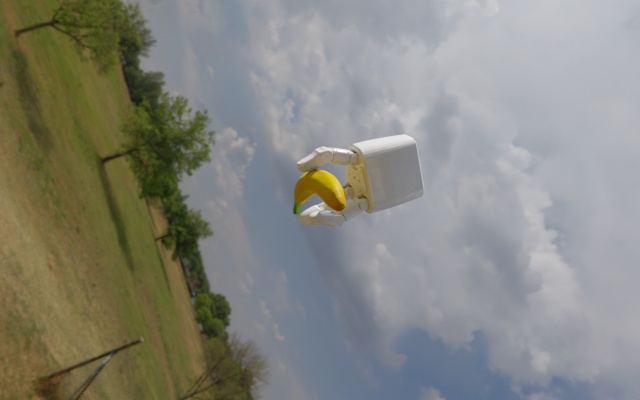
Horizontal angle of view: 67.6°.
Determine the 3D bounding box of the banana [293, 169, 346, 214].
[{"bbox_3d":[-0.004,-0.016,0.751,0.037,0.069,0.198,-9,0,-20],"label":"banana"}]
